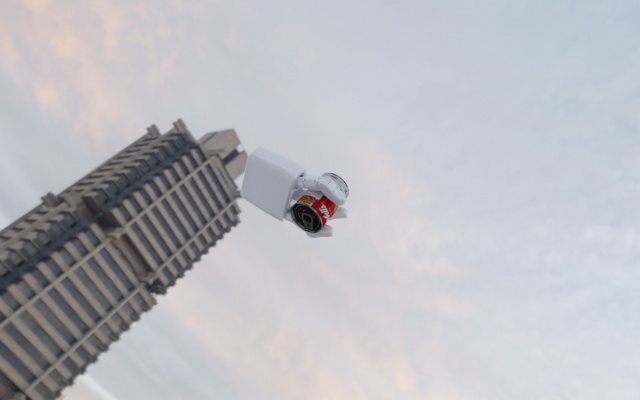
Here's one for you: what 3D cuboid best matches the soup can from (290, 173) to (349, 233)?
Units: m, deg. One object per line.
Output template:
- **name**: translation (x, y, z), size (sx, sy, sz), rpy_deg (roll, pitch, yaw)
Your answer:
- **soup can**: translation (0.001, 0.003, 0.884), size (0.068, 0.068, 0.102), rpy_deg (0, 36, 40)
